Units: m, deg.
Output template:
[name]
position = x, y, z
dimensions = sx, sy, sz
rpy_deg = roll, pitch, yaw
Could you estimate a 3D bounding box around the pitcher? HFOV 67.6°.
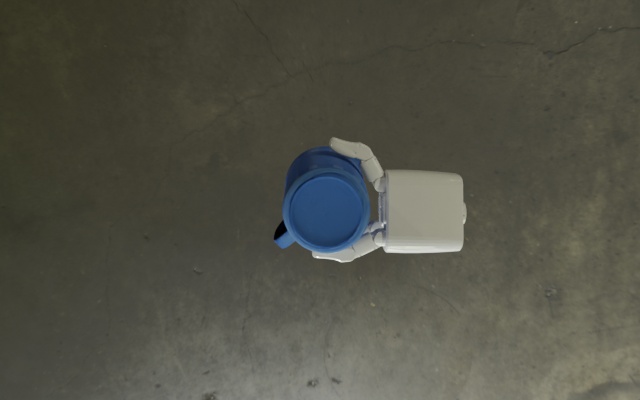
[pitcher]
position = 0.000, 0.002, 0.691
dimensions = 0.145, 0.149, 0.243
rpy_deg = 1, 9, 0
